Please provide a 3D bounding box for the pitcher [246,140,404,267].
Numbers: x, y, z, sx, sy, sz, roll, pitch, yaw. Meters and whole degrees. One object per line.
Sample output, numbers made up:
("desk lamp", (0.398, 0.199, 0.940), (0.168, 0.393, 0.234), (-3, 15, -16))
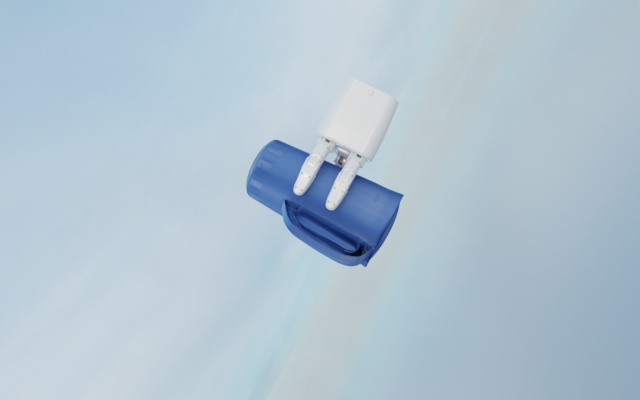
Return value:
("pitcher", (0.000, 0.002, 0.778), (0.243, 0.145, 0.149), (27, -4, 9))
